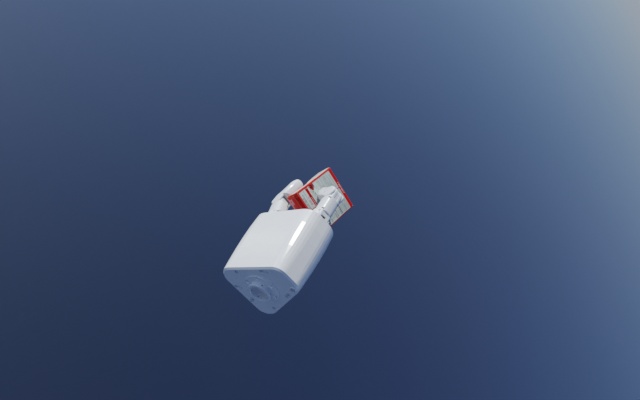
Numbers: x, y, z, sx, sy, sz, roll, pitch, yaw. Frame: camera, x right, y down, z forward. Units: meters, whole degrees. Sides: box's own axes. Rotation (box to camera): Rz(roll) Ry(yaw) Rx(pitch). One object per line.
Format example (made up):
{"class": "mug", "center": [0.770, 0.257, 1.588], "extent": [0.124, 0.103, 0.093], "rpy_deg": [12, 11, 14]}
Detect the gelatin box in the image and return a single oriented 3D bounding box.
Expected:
{"class": "gelatin box", "center": [0.001, 0.002, 0.732], "extent": [0.030, 0.073, 0.089], "rpy_deg": [-23, 12, 47]}
